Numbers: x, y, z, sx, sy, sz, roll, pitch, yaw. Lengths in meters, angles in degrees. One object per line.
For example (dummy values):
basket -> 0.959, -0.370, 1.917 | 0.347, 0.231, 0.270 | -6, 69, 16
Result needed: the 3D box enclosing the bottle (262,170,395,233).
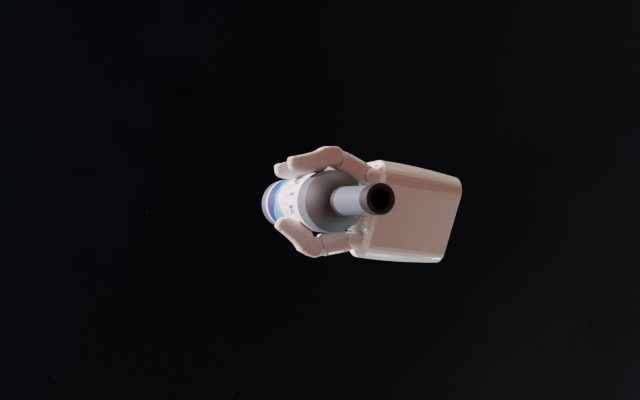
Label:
bottle -> 0.000, 0.002, 0.534 | 0.069, 0.069, 0.296 | 0, -1, -20
